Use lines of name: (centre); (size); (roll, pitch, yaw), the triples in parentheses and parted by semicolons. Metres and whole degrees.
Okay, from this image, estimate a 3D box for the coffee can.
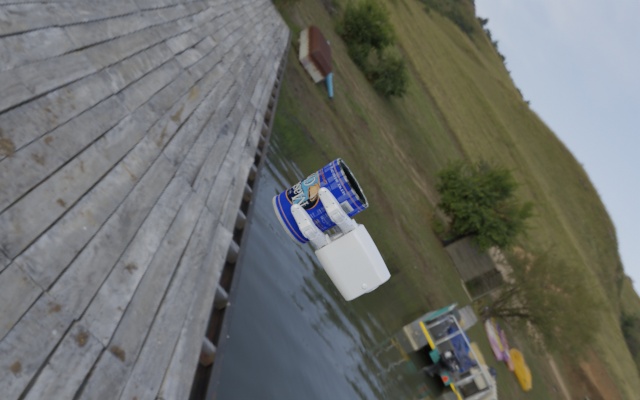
coffee can: (0.000, 0.003, 0.856); (0.140, 0.103, 0.103); (-31, -7, 12)
